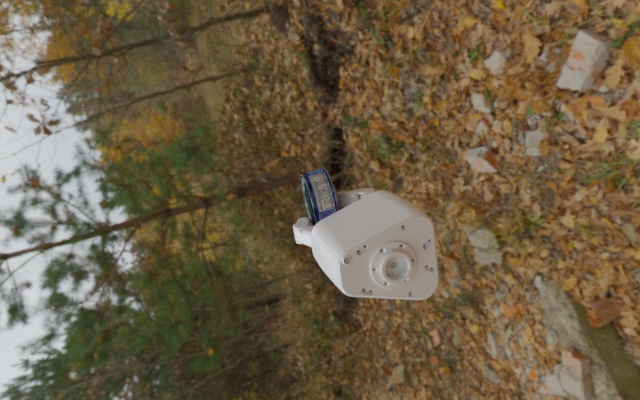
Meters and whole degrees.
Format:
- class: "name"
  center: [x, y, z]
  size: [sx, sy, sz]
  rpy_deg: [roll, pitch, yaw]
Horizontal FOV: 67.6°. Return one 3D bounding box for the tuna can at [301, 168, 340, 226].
- class: "tuna can"
  center: [0.000, 0.002, 0.631]
  size: [0.034, 0.086, 0.086]
  rpy_deg: [-13, 2, -8]
